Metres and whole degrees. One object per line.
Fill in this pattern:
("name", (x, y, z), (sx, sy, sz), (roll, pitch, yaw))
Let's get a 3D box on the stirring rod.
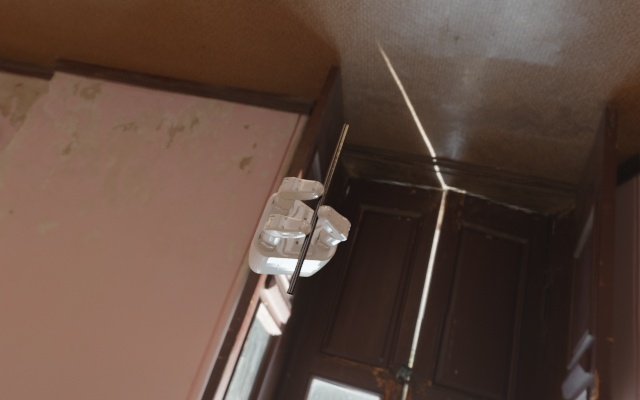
("stirring rod", (0.000, 0.002, 0.585), (0.011, 0.239, 0.011), (15, -27, 8))
